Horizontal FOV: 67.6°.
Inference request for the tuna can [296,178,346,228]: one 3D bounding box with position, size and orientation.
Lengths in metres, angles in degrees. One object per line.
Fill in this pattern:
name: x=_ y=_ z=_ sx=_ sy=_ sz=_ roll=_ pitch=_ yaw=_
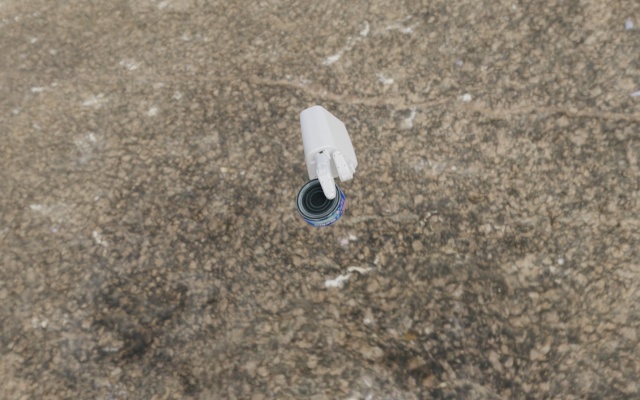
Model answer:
tuna can: x=0.000 y=0.003 z=0.855 sx=0.086 sy=0.086 sz=0.034 roll=0 pitch=-23 yaw=18
